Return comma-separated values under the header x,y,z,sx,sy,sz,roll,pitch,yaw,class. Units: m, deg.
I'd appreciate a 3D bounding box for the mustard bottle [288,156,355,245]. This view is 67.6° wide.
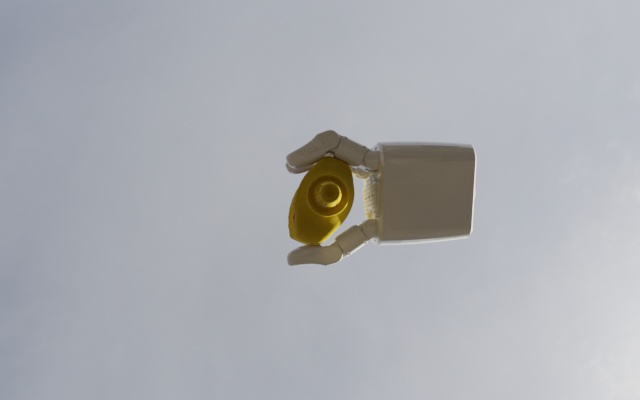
x,y,z,sx,sy,sz,roll,pitch,yaw,class
0.000,0.002,0.530,0.058,0.096,0.191,23,-7,-4,mustard bottle
